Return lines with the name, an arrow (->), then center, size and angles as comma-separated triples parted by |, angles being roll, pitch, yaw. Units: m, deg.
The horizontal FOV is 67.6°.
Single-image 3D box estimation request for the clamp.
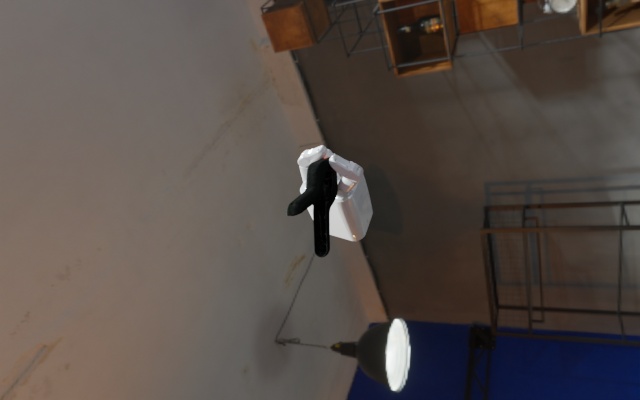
clamp -> 0.000, 0.002, 0.768 | 0.039, 0.120, 0.171 | 0, 42, 24
